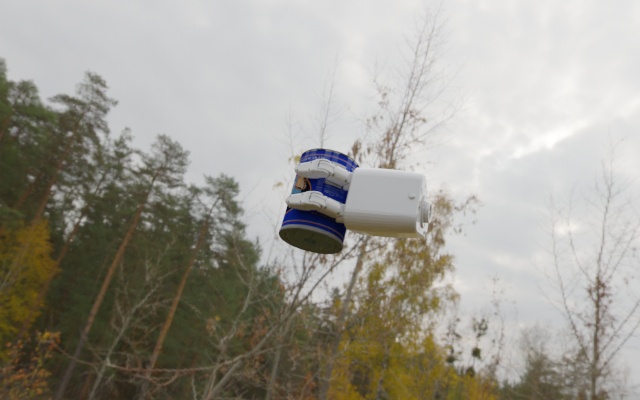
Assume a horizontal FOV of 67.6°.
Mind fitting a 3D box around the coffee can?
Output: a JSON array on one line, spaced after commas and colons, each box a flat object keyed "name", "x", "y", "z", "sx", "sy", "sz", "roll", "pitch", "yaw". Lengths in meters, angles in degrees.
[{"name": "coffee can", "x": 0.000, "y": 0.003, "z": 0.766, "sx": 0.103, "sy": 0.140, "sz": 0.103, "roll": 12, "pitch": -24, "yaw": 5}]
